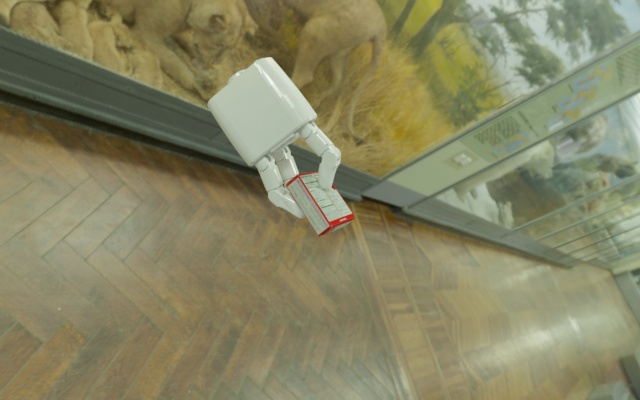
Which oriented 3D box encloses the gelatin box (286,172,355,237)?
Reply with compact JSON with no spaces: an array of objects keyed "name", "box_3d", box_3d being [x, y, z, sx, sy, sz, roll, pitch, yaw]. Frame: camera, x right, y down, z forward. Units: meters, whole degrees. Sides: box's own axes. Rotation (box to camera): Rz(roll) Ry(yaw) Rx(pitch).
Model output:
[{"name":"gelatin box","box_3d":[0.001,0.002,0.678,0.030,0.089,0.073,-40,-12,28]}]
